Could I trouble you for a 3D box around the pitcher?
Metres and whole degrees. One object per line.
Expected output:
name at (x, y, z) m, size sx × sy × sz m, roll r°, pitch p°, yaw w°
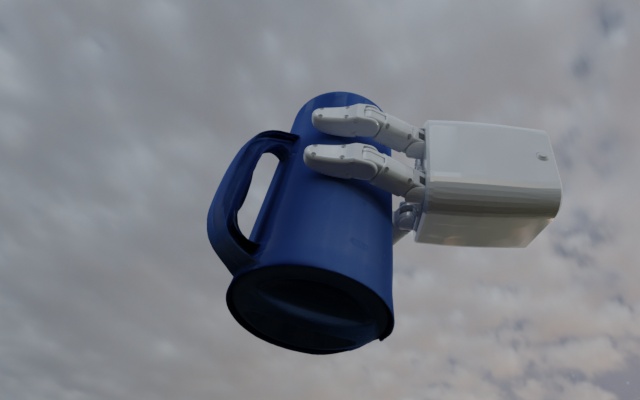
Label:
pitcher at (0.000, 0.002, 0.443) m, size 0.145 × 0.242 × 0.149 m, roll 5°, pitch -43°, yaw 7°
